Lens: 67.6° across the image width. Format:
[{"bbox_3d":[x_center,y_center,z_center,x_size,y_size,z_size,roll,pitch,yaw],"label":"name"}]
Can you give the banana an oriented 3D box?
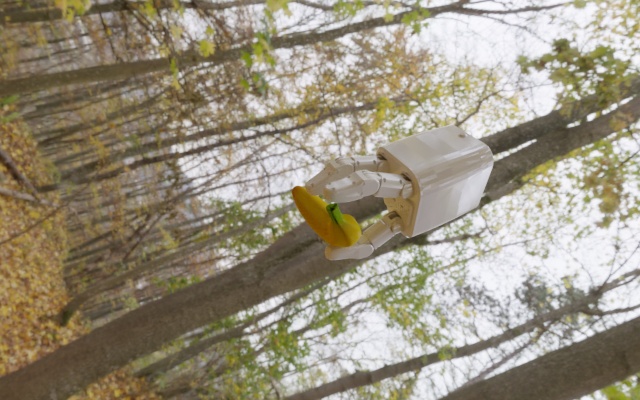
[{"bbox_3d":[0.008,0.019,0.576,0.037,0.069,0.198,-26,12,-12],"label":"banana"}]
